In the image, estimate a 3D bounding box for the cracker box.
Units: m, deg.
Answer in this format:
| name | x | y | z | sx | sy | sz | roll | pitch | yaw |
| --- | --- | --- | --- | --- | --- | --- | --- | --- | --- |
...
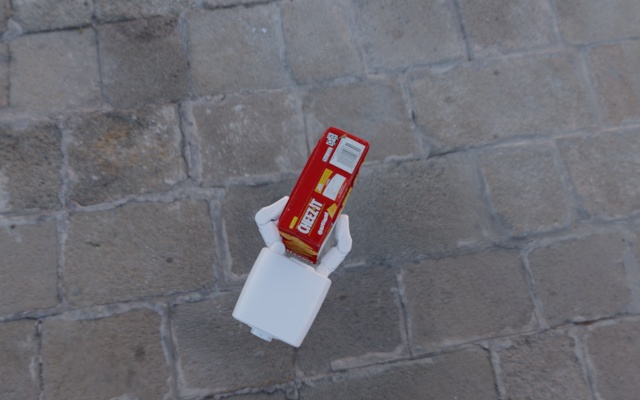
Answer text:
| name | x | y | z | sx | sy | sz | roll | pitch | yaw |
| --- | --- | --- | --- | --- | --- | --- | --- | --- | --- |
| cracker box | 0.000 | 0.002 | 0.738 | 0.072 | 0.164 | 0.214 | 26 | -13 | 4 |
